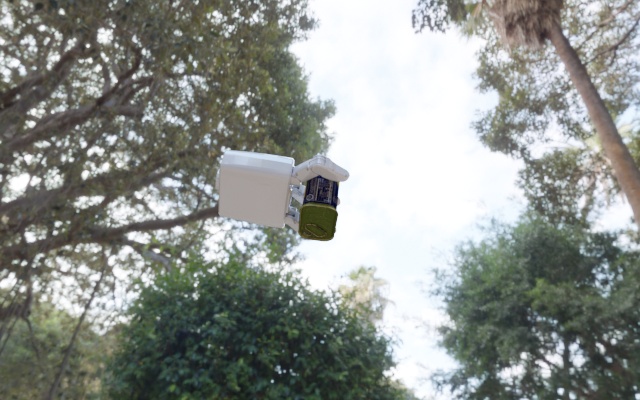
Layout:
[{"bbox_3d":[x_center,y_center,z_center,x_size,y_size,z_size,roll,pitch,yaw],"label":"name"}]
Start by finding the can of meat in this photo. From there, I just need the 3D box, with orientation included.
[{"bbox_3d":[0.000,0.002,0.741,0.057,0.084,0.102,7,-34,0],"label":"can of meat"}]
